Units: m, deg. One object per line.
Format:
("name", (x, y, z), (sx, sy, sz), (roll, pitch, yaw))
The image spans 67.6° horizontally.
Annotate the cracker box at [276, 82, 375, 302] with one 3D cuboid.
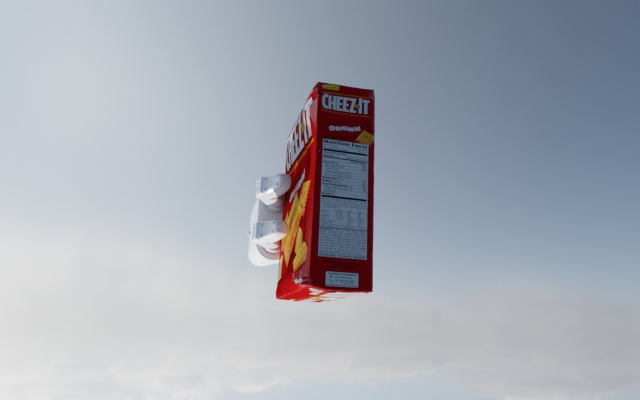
("cracker box", (0.000, 0.002, 0.539), (0.072, 0.213, 0.164), (6, -16, -15))
